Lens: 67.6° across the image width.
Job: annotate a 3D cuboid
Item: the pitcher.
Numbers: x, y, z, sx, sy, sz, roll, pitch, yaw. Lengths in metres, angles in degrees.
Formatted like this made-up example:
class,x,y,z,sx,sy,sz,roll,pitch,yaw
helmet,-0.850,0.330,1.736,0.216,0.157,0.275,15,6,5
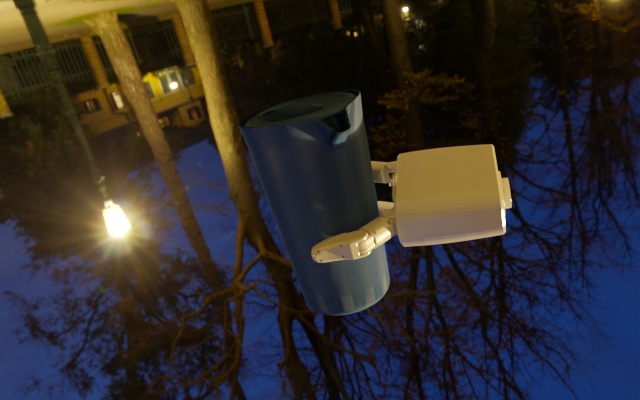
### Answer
class,x,y,z,sx,sy,sz,roll,pitch,yaw
pitcher,0.000,0.002,0.555,0.145,0.243,0.149,-8,22,17
